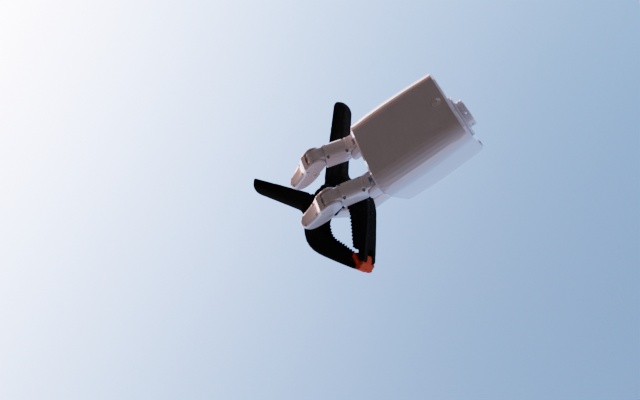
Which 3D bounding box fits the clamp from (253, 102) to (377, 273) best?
[{"bbox_3d":[0.001,0.002,0.571,0.164,0.209,0.036,-35,-34,23],"label":"clamp"}]
